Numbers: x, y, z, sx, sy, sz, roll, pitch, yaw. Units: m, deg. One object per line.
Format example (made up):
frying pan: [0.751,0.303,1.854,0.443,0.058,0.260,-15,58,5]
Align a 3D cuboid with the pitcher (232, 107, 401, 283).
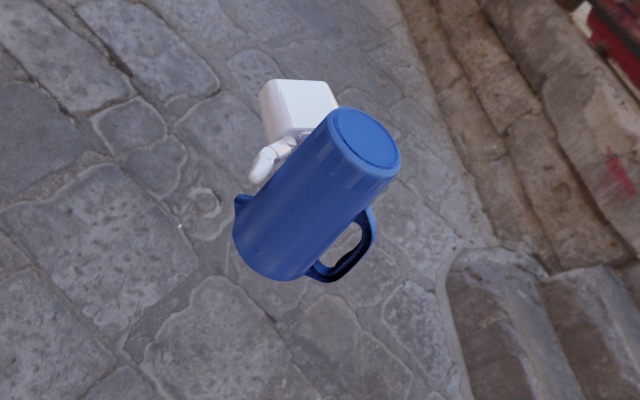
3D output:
pitcher: [0.000,0.002,0.632,0.149,0.145,0.243,11,-41,-34]
